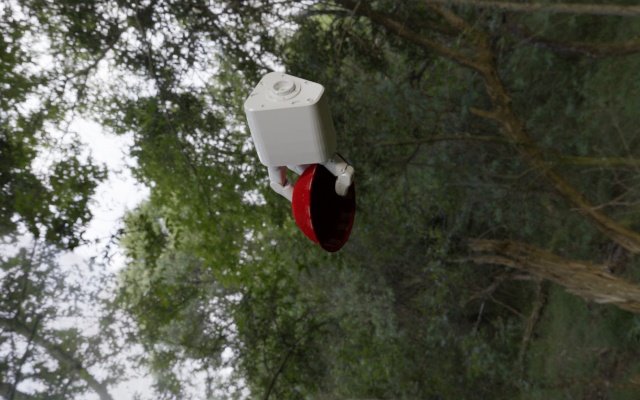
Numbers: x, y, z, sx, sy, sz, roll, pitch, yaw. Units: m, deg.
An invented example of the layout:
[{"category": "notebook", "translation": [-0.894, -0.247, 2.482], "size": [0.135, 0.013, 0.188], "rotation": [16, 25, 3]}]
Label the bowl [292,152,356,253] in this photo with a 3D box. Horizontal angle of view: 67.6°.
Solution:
[{"category": "bowl", "translation": [0.000, 0.004, 0.781], "size": [0.055, 0.162, 0.162], "rotation": [0, 0, 29]}]
